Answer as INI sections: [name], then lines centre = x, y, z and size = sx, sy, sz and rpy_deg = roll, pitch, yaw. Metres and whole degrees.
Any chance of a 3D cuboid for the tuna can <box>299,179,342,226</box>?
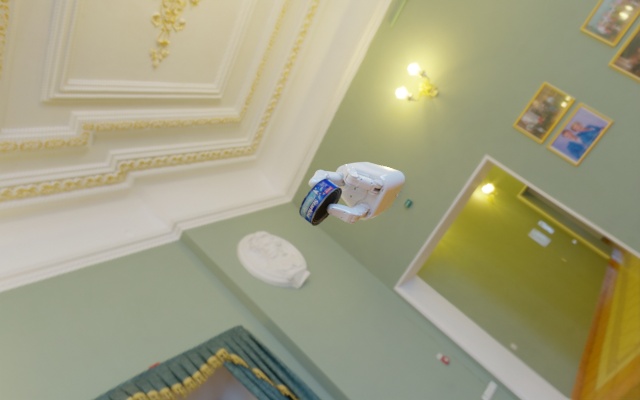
[tuna can]
centre = 0.000, 0.003, 0.873
size = 0.033, 0.086, 0.086
rpy_deg = 37, 12, 17
